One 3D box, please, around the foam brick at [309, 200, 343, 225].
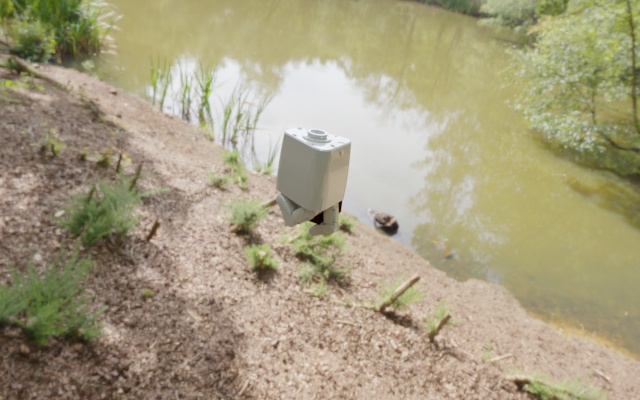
[{"bbox_3d":[0.000,0.003,0.871,0.053,0.051,0.078,18,25,28],"label":"foam brick"}]
